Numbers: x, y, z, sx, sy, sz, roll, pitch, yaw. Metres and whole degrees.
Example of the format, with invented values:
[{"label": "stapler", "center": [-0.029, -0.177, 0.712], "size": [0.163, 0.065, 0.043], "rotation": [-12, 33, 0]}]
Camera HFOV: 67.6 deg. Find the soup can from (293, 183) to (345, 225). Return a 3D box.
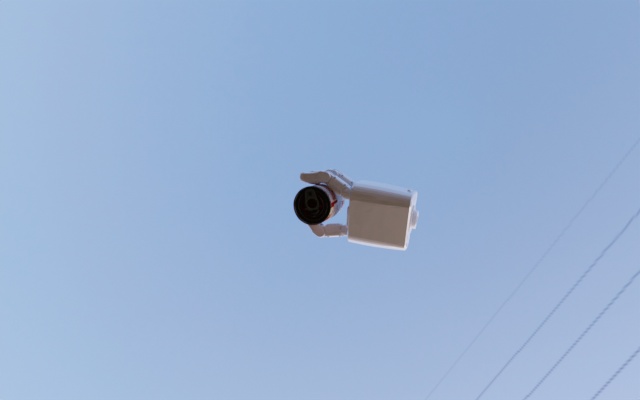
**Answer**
[{"label": "soup can", "center": [0.000, 0.003, 0.860], "size": [0.068, 0.068, 0.102], "rotation": [0, 7, 17]}]
